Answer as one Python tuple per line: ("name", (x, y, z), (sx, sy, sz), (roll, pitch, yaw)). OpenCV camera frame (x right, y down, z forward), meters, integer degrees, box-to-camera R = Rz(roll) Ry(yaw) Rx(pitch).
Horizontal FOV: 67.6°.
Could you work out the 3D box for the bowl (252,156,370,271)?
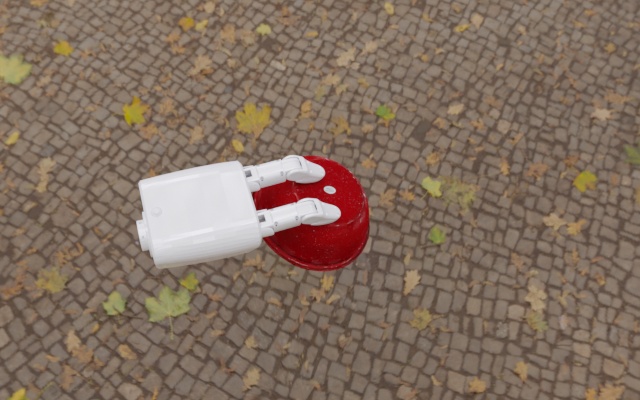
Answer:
("bowl", (0.001, 0.001, 0.585), (0.162, 0.162, 0.055), (0, -29, -27))
